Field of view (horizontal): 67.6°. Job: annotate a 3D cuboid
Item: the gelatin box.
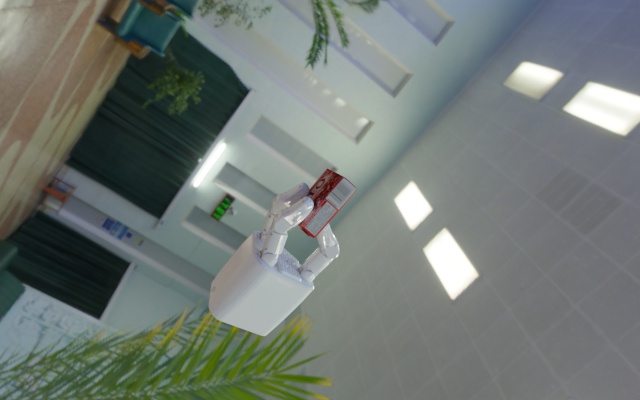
[{"bbox_3d":[0.001,0.002,0.648,0.030,0.089,0.073,42,-2,-20],"label":"gelatin box"}]
